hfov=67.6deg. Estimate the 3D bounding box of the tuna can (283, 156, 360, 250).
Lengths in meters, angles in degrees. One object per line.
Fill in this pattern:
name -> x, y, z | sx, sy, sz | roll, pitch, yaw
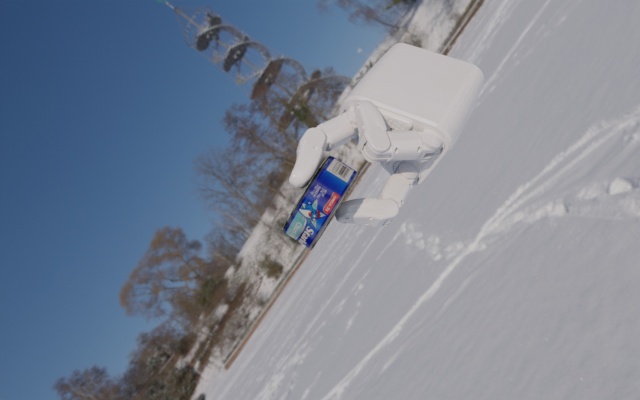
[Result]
tuna can -> 0.000, 0.001, 0.446 | 0.034, 0.086, 0.086 | 32, 0, 1
